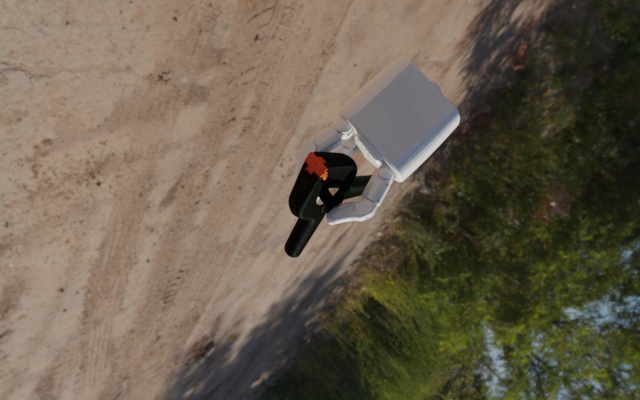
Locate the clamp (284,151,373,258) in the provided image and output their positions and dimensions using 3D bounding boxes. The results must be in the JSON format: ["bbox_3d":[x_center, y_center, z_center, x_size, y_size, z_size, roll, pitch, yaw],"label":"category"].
[{"bbox_3d":[0.001,0.002,0.589,0.164,0.036,0.210,-43,-18,-1],"label":"clamp"}]
